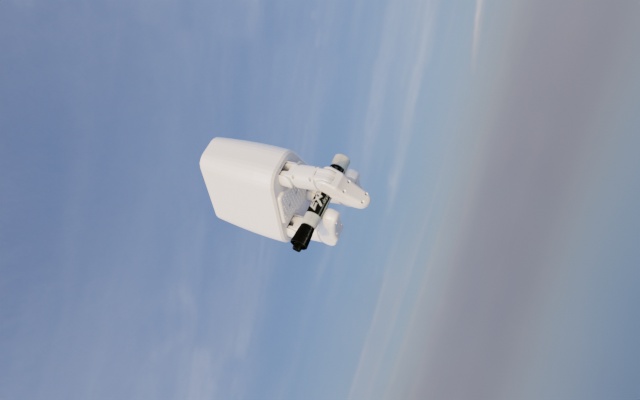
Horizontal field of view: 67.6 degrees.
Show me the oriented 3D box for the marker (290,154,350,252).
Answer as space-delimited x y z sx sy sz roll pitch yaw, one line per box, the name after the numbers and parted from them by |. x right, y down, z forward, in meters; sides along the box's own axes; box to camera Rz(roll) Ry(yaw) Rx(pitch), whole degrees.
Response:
0.000 0.002 0.508 0.020 0.121 0.020 22 -26 11 | marker
